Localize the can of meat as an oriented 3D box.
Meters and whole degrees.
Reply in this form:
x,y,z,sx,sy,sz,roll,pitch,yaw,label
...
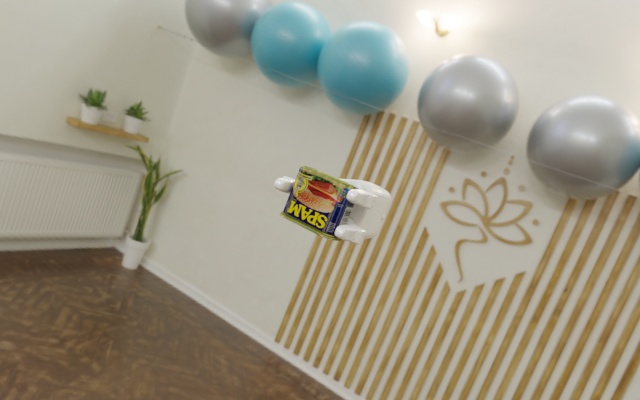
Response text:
x,y,z,sx,sy,sz,roll,pitch,yaw,label
0.000,0.002,0.718,0.102,0.084,0.057,25,7,29,can of meat
